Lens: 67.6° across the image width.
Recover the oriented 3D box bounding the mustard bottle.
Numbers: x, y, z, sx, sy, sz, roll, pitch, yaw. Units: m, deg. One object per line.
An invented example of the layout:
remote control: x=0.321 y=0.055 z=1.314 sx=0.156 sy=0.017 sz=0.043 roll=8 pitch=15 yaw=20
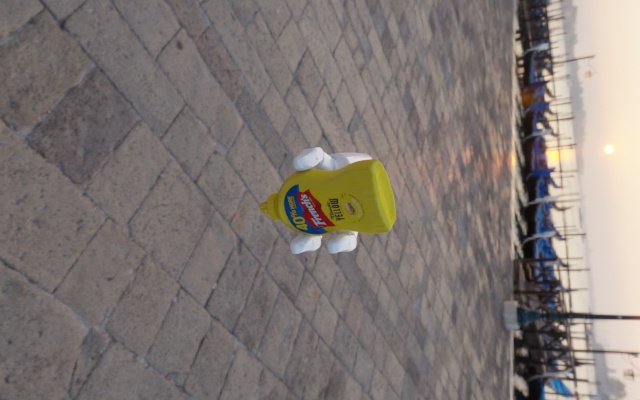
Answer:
mustard bottle: x=0.000 y=0.002 z=0.650 sx=0.191 sy=0.096 sz=0.058 roll=-6 pitch=29 yaw=29
